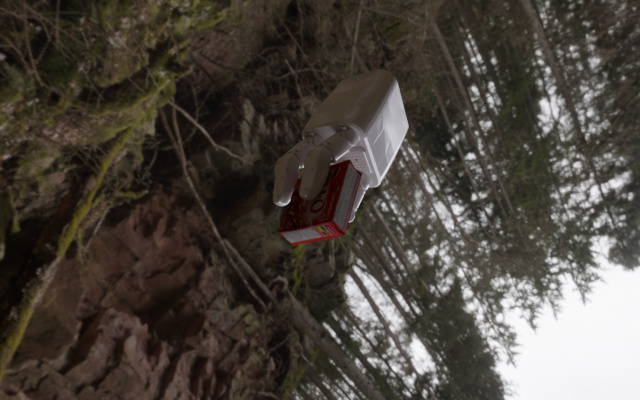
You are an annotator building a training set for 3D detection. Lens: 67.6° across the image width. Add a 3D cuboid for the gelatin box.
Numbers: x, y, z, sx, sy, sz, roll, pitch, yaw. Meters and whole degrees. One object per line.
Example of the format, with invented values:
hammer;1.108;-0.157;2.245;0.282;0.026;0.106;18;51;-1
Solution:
gelatin box;0.000;0.002;0.526;0.073;0.089;0.030;-14;-46;36
